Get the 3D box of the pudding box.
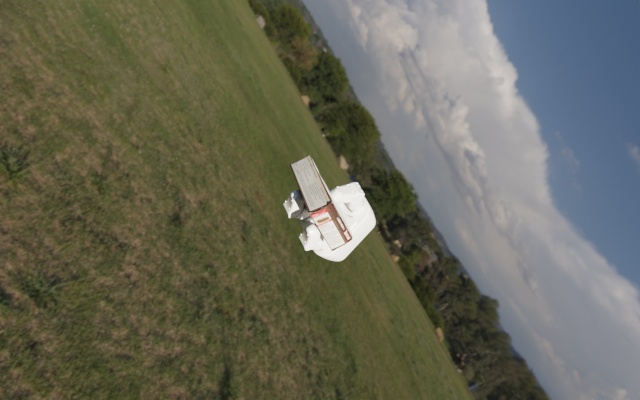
[{"bbox_3d":[0.000,0.002,0.682,0.039,0.090,0.113,-29,43,2],"label":"pudding box"}]
